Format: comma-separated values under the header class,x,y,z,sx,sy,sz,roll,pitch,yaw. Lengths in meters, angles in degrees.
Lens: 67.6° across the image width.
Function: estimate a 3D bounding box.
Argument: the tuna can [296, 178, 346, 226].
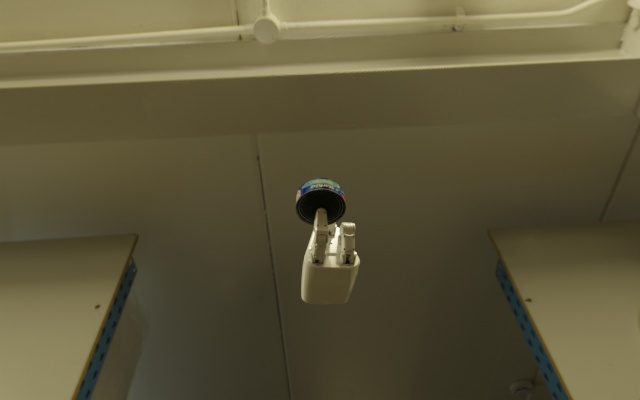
class,x,y,z,sx,sy,sz,roll,pitch,yaw
tuna can,0.000,0.002,0.823,0.086,0.086,0.033,0,42,-3
